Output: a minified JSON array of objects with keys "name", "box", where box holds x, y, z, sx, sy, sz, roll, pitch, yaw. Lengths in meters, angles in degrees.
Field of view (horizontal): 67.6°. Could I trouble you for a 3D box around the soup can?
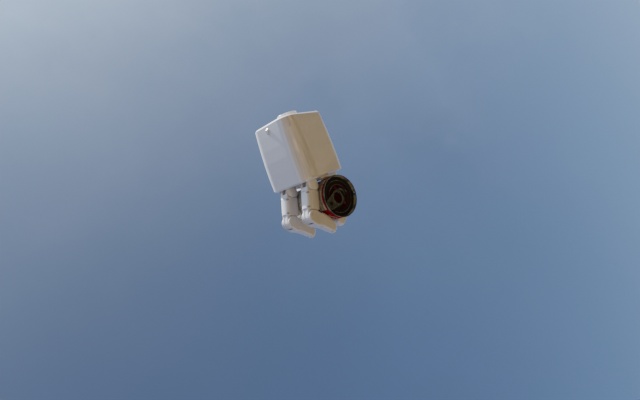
[{"name":"soup can","box":[0.000,0.003,0.780,0.068,0.068,0.102,0,-11,-40]}]
